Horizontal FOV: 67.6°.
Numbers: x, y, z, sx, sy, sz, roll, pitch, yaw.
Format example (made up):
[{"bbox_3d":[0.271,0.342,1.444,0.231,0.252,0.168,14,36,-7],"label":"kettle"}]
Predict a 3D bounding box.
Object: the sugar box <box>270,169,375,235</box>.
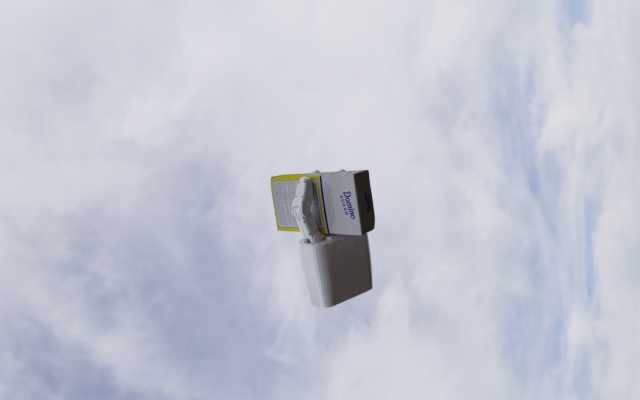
[{"bbox_3d":[0.000,0.002,0.747,0.176,0.093,0.048,0,13,39],"label":"sugar box"}]
